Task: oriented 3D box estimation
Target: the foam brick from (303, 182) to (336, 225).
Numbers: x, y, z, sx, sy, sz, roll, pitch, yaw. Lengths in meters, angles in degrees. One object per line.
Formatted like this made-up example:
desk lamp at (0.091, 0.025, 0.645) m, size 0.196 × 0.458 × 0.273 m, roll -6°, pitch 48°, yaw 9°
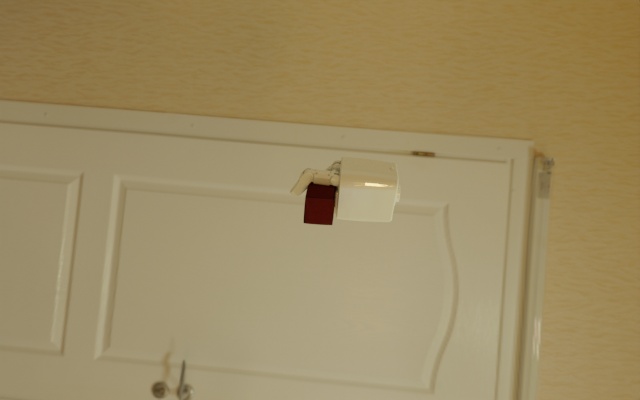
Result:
foam brick at (0.000, 0.003, 0.852) m, size 0.051 × 0.053 × 0.078 m, roll 6°, pitch 26°, yaw 2°
